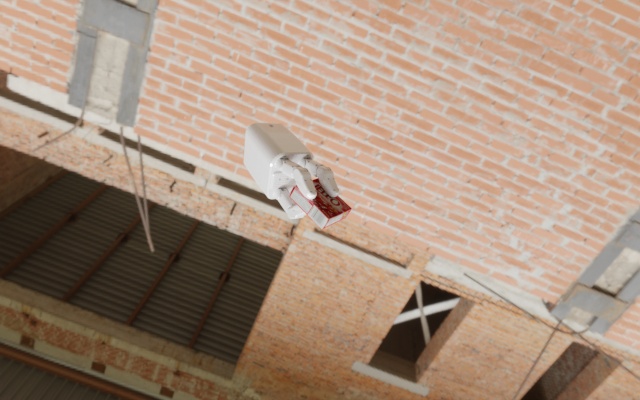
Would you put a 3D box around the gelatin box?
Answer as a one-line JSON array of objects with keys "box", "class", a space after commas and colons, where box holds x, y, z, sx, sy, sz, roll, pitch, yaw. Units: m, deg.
[{"box": [0.000, 0.003, 0.841, 0.089, 0.030, 0.073, 45, 35, 18], "class": "gelatin box"}]
